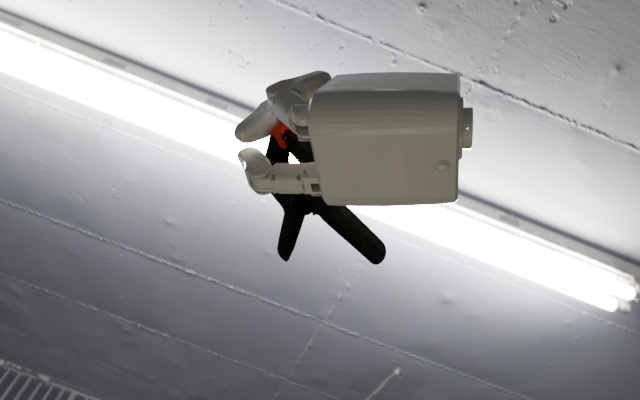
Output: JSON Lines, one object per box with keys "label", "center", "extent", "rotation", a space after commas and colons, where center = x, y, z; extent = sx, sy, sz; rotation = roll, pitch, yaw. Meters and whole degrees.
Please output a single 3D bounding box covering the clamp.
{"label": "clamp", "center": [0.000, 0.001, 0.460], "extent": [0.120, 0.172, 0.039], "rotation": [2, 41, 15]}
